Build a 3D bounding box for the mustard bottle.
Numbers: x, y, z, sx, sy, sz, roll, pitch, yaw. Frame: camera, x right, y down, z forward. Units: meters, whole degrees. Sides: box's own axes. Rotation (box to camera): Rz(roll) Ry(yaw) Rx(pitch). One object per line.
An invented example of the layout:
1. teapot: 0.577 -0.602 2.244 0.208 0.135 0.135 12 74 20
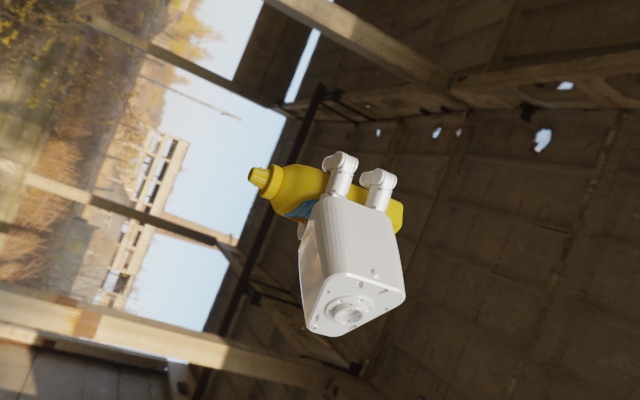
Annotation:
1. mustard bottle: 0.000 0.002 0.590 0.192 0.058 0.096 21 -27 -24
